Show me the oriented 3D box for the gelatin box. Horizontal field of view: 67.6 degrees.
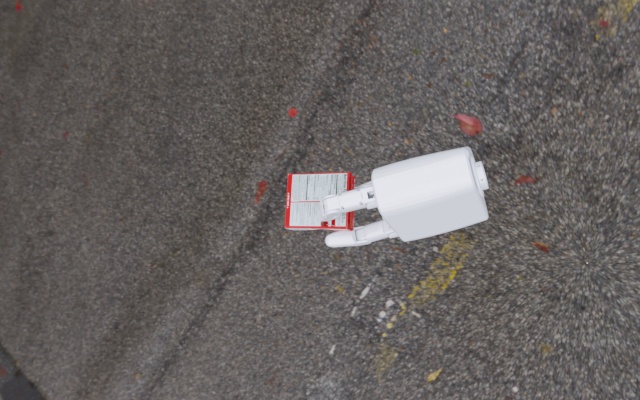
[{"bbox_3d":[0.000,0.002,0.622,0.089,0.073,0.030,-1,-9,19],"label":"gelatin box"}]
